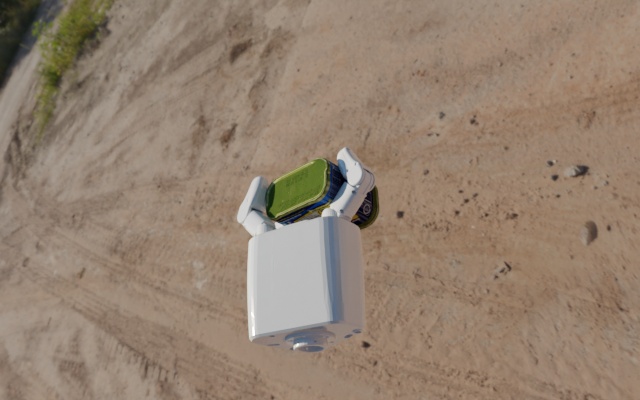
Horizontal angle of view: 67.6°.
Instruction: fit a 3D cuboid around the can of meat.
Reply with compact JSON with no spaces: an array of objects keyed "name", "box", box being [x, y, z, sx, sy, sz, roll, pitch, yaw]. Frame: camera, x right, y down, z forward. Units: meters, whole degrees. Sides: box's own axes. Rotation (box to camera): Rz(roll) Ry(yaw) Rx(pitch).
[{"name":"can of meat","box":[0.000,0.002,0.537,0.102,0.057,0.084,-24,-37,37]}]
